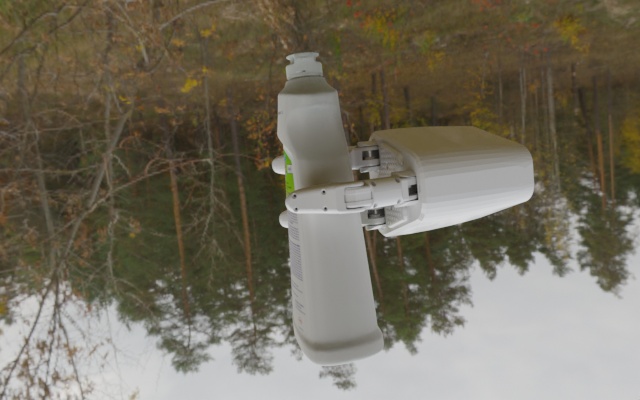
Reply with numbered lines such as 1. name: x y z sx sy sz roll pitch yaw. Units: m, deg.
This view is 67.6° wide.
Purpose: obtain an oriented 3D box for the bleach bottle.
1. bleach bottle: 0.000 0.001 0.411 0.068 0.251 0.102 -8 6 -15
